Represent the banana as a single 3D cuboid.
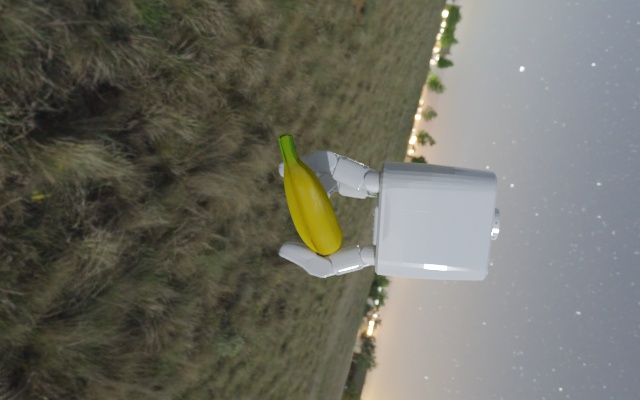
[{"bbox_3d":[-0.001,0.017,0.467,0.037,0.069,0.198,-5,-28,9],"label":"banana"}]
